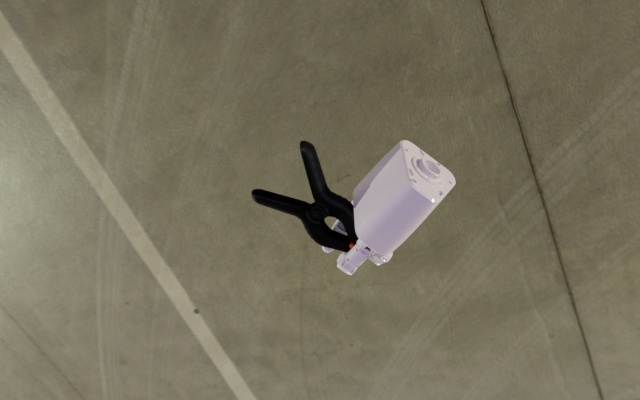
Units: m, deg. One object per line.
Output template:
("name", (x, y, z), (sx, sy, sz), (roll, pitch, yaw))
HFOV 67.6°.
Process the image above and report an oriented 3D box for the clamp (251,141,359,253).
("clamp", (0.000, 0.003, 0.654), (0.171, 0.120, 0.039), (35, 34, -6))
